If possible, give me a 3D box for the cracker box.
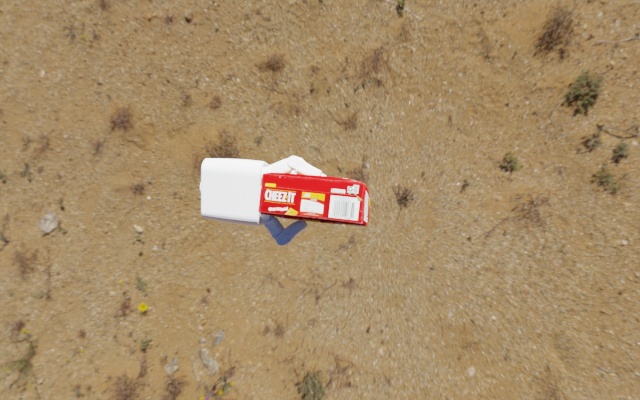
[{"bbox_3d":[0.000,0.003,0.826,0.164,0.072,0.214,6,-3,8],"label":"cracker box"}]
